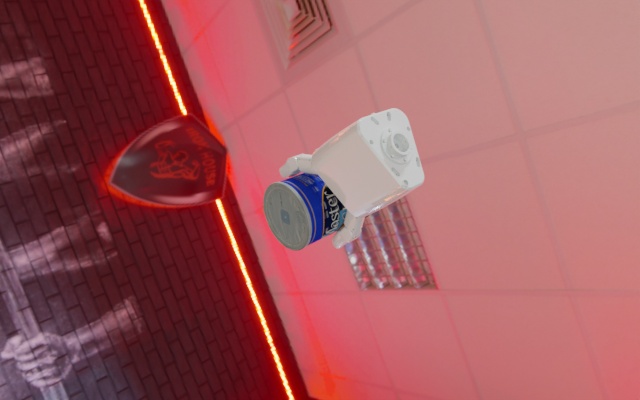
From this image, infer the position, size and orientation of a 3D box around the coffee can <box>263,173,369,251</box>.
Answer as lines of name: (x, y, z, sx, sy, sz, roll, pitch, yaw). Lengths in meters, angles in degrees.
coffee can: (0.000, 0.003, 0.718, 0.140, 0.103, 0.103, -23, 14, -37)
